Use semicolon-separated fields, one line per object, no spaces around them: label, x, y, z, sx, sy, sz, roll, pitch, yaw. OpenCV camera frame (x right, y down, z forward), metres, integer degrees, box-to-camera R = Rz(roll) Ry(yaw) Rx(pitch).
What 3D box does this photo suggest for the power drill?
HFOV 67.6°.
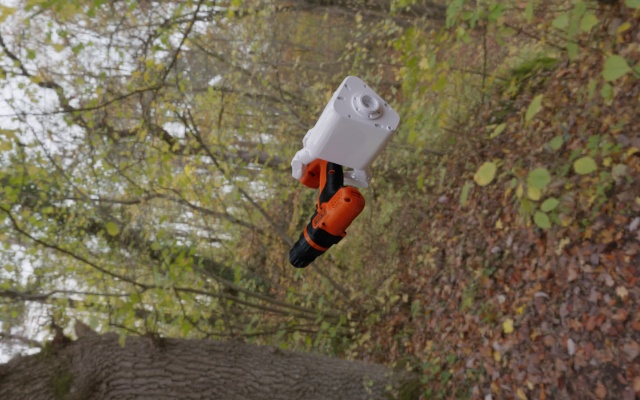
power drill;0.000;0.002;0.813;0.057;0.187;0.184;23;-52;-28
